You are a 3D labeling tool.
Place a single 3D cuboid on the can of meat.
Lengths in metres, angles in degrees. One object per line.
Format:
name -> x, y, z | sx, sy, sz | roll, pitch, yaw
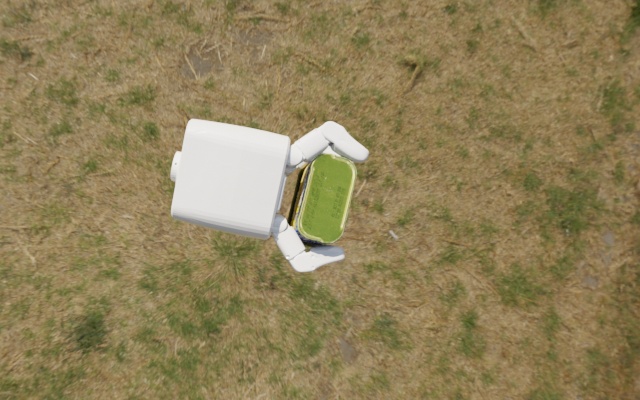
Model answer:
can of meat -> 0.000, 0.002, 0.546 | 0.057, 0.102, 0.084 | 15, -9, -9
